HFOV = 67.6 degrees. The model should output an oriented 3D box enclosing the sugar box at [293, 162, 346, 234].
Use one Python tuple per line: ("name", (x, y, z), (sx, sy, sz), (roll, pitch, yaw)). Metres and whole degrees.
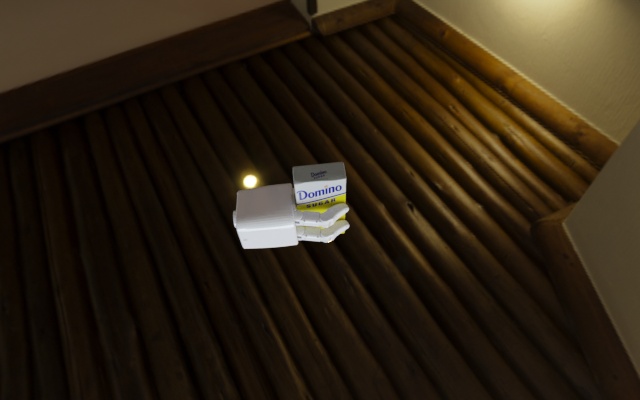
("sugar box", (0.000, 0.003, 0.897), (0.093, 0.048, 0.176), (-6, -34, -2))
